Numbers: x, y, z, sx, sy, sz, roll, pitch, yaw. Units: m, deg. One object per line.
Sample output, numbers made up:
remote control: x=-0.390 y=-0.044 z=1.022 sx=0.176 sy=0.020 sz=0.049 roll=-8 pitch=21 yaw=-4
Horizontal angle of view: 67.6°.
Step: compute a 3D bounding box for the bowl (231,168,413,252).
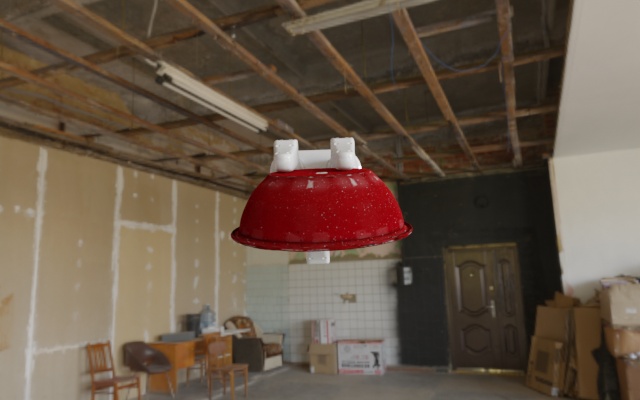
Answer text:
bowl: x=0.000 y=0.001 z=0.426 sx=0.162 sy=0.055 sz=0.162 roll=-2 pitch=8 yaw=0
